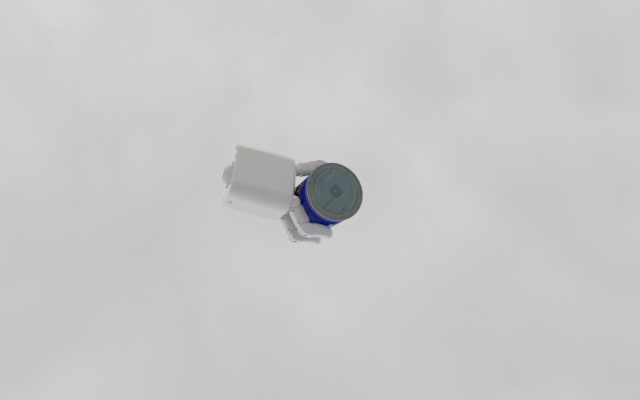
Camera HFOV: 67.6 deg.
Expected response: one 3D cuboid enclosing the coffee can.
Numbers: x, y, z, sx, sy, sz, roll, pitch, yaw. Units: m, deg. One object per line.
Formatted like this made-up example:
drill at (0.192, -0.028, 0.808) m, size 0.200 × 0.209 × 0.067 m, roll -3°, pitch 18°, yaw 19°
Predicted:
coffee can at (0.000, 0.003, 0.865) m, size 0.103 × 0.102 × 0.140 m, roll 0°, pitch -16°, yaw -23°
